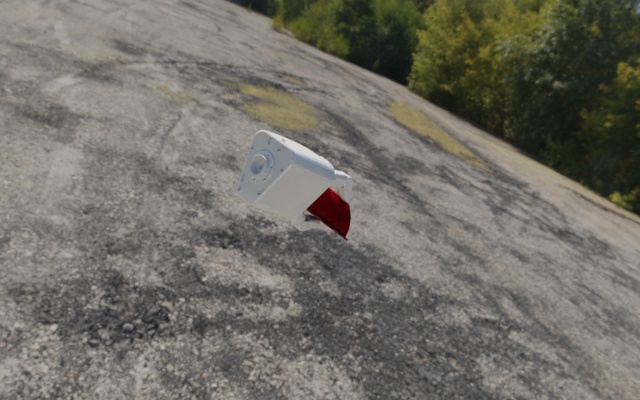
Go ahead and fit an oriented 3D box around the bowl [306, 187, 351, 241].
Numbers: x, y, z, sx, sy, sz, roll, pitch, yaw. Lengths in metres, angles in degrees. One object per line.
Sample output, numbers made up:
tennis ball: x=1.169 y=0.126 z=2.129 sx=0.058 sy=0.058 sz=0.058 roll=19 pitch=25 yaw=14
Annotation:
bowl: x=0.001 y=0.003 z=0.859 sx=0.162 sy=0.055 sz=0.162 roll=38 pitch=-2 yaw=2
